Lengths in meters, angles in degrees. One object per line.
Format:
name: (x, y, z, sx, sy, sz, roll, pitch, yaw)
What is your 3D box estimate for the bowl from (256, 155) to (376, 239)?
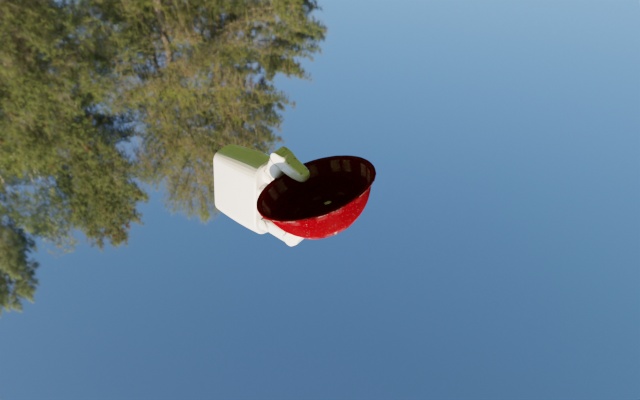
bowl: (0.001, 0.003, 0.629, 0.162, 0.055, 0.162, -15, 28, 8)
